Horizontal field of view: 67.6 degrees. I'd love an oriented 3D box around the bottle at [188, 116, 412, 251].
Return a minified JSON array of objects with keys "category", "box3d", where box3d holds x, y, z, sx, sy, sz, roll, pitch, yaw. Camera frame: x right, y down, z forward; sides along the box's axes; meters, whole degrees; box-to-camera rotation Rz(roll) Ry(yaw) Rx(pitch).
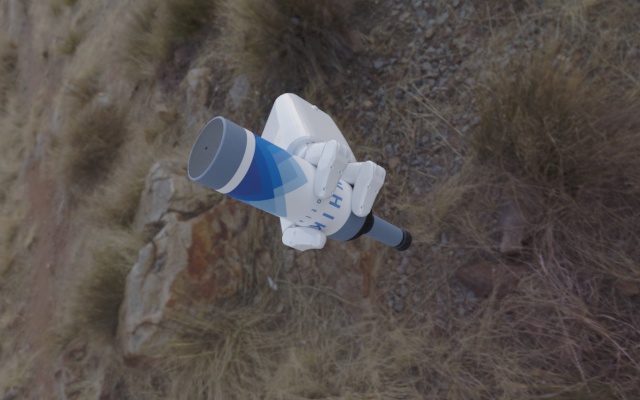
[{"category":"bottle","box3d":[0.000,0.002,0.535,0.296,0.069,0.069,25,-15,-35]}]
